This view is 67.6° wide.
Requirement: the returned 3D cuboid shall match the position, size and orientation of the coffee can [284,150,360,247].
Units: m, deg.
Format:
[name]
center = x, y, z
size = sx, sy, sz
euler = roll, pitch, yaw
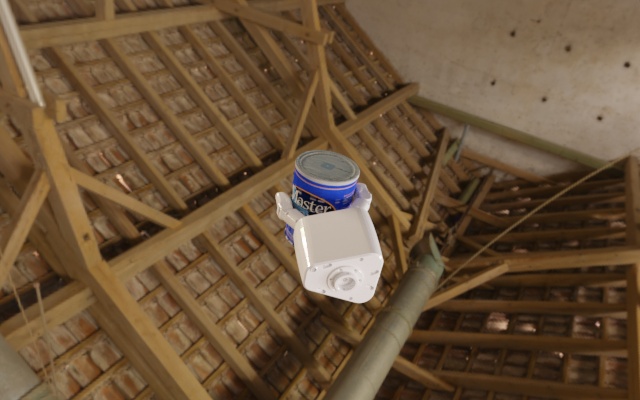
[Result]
[coffee can]
center = 0.000, 0.002, 0.787
size = 0.103, 0.140, 0.102
euler = 8, 32, -5
